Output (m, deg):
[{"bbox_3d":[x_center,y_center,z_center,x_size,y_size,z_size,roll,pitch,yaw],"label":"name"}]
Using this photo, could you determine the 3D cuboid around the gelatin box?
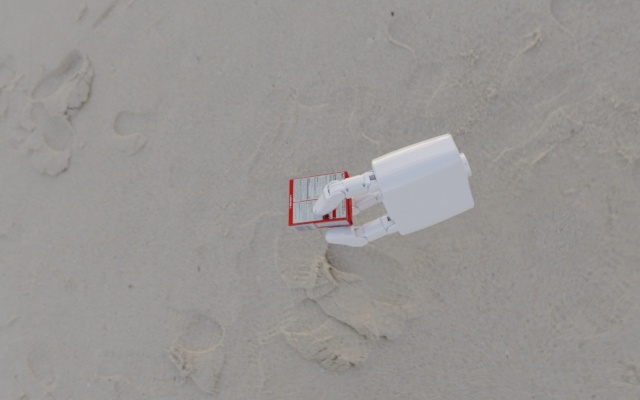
[{"bbox_3d":[0.000,0.002,0.675,0.089,0.073,0.030,-7,-24,15],"label":"gelatin box"}]
